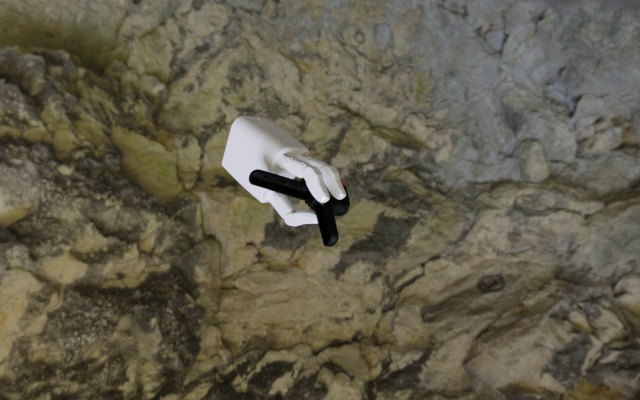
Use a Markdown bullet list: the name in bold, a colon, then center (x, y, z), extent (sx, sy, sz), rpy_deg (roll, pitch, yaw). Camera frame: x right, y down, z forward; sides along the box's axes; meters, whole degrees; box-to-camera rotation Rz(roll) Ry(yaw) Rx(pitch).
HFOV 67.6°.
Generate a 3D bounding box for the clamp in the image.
- **clamp**: center (0.000, 0.003, 0.766), extent (0.164, 0.036, 0.210), rpy_deg (43, 23, 19)
